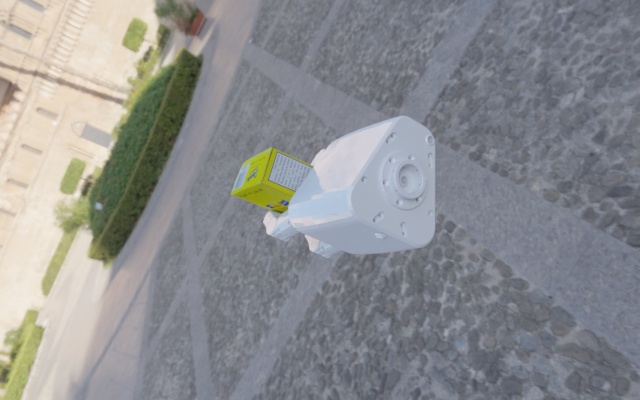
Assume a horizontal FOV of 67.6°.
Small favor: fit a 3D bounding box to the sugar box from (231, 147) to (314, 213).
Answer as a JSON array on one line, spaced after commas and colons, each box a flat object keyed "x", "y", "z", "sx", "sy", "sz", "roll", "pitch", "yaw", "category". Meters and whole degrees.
[{"x": 0.000, "y": 0.002, "z": 0.529, "sx": 0.176, "sy": 0.048, "sz": 0.093, "roll": 25, "pitch": -17, "yaw": -24, "category": "sugar box"}]
